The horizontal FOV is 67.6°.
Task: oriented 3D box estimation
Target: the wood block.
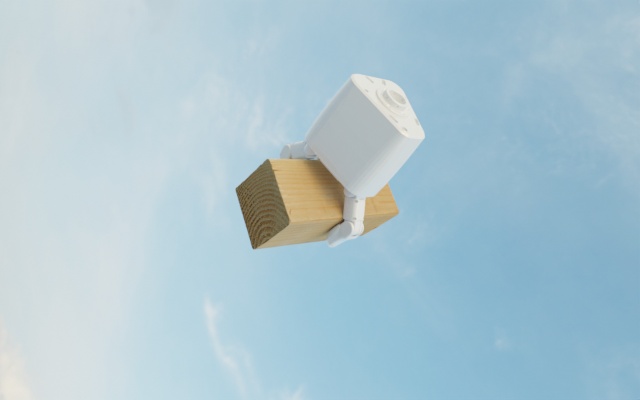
[{"bbox_3d":[0.001,0.002,0.663,0.206,0.090,0.090,-3,-24,-43],"label":"wood block"}]
